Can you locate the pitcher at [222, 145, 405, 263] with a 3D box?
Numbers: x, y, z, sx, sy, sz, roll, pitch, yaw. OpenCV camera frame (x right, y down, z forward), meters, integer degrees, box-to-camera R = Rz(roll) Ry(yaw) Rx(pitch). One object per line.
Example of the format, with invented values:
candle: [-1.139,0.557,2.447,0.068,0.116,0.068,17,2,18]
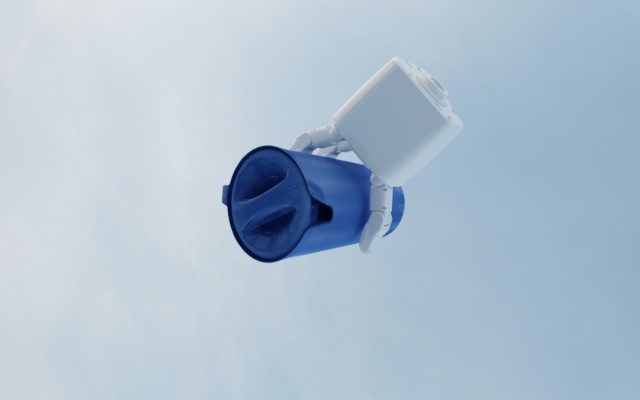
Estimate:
pitcher: [0.000,0.002,0.634,0.243,0.149,0.145,0,-39,-51]
